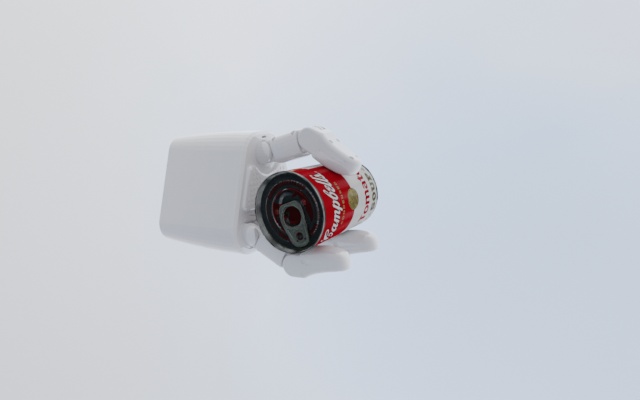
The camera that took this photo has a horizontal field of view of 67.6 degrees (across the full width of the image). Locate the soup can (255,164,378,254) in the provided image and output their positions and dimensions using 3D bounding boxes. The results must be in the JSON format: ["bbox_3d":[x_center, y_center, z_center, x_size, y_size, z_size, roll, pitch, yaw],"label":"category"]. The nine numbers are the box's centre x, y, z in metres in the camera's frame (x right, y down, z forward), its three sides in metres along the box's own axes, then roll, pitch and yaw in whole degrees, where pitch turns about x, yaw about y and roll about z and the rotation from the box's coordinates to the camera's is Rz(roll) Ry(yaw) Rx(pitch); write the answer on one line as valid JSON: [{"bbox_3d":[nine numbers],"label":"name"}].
[{"bbox_3d":[0.001,0.001,0.422,0.068,0.068,0.102,0,10,32],"label":"soup can"}]
